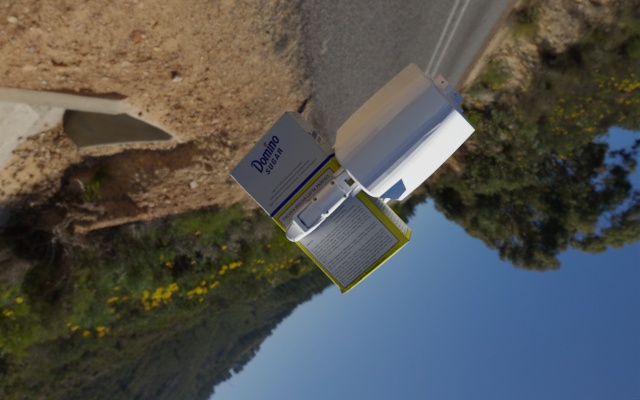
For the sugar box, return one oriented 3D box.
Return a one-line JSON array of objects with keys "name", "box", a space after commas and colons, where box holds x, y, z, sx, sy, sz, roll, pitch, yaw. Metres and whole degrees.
[{"name": "sugar box", "box": [0.000, 0.002, 0.496, 0.093, 0.176, 0.048, -43, -3, 18]}]
